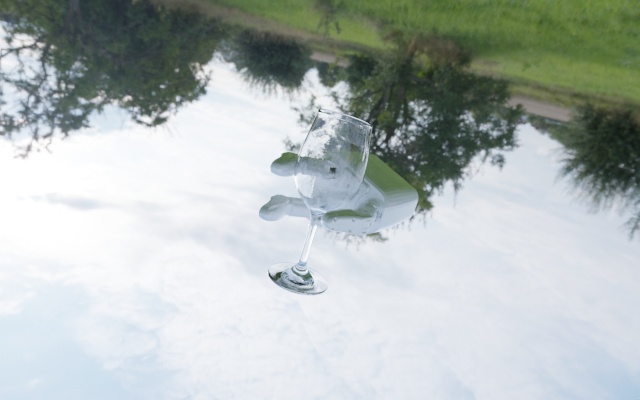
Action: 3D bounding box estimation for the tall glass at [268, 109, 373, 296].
[{"bbox_3d":[0.000,0.002,0.542,0.079,0.201,0.079,15,17,-5],"label":"tall glass"}]
